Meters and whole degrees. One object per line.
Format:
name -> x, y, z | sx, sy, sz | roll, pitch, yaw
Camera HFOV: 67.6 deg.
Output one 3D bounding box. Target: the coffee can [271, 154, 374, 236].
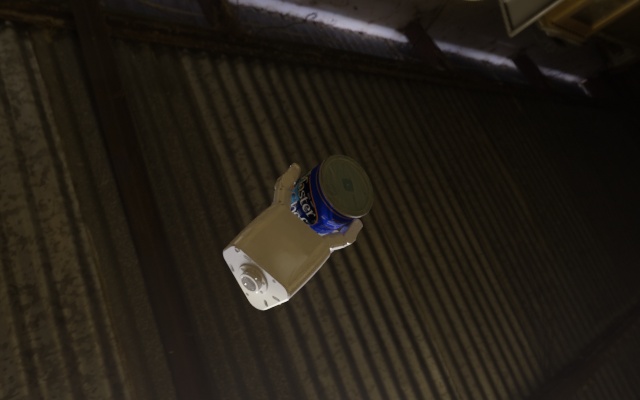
coffee can -> 0.000, 0.002, 0.762 | 0.103, 0.102, 0.140 | 0, -22, -40
